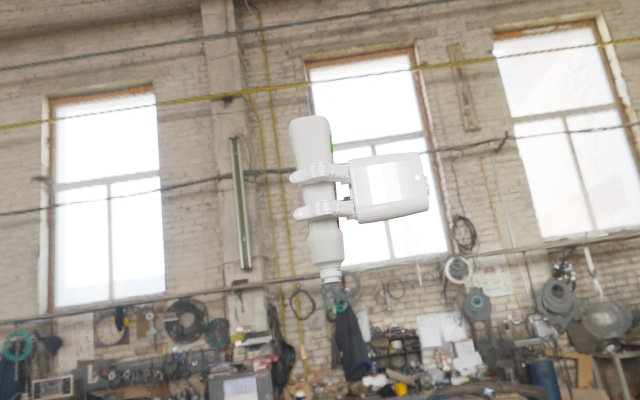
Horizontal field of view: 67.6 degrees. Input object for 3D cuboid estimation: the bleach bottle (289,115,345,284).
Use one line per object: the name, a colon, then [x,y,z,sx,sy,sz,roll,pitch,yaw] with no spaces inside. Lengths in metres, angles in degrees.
bleach bottle: [0.000,0.002,0.737,0.068,0.250,0.102,-9,-15,2]
